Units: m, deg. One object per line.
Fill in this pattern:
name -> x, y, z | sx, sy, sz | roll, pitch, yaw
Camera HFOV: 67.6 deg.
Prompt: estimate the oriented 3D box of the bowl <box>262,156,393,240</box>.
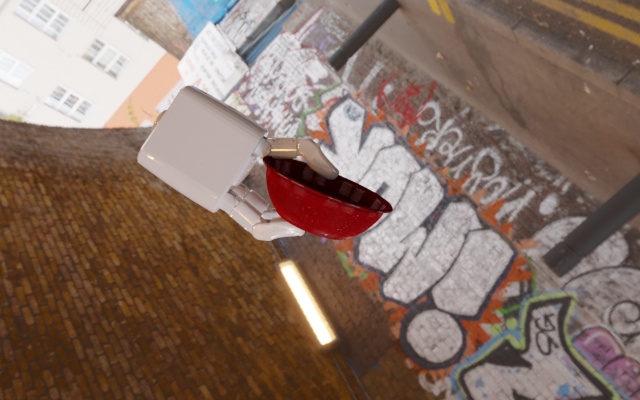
bowl -> 0.001, 0.003, 0.558 | 0.162, 0.055, 0.162 | 20, 12, -5
